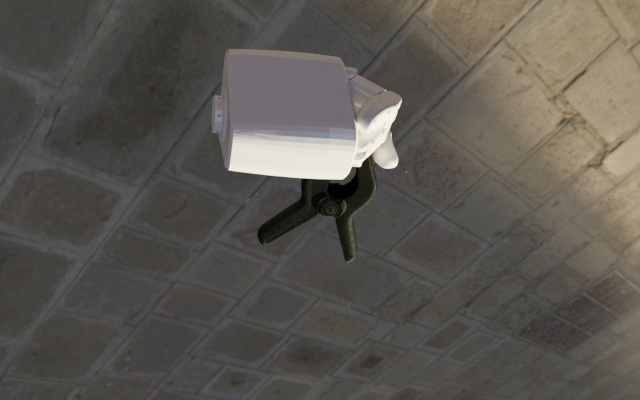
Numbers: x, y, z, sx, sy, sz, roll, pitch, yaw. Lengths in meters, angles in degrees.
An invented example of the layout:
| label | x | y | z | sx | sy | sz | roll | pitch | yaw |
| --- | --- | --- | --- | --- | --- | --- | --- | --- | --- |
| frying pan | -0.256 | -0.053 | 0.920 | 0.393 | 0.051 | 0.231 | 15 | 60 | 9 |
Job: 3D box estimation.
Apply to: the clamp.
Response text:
| label | x | y | z | sx | sy | sz | roll | pitch | yaw |
| --- | --- | --- | --- | --- | --- | --- | --- | --- | --- |
| clamp | 0.000 | 0.002 | 0.515 | 0.120 | 0.172 | 0.039 | 3 | 39 | -15 |
